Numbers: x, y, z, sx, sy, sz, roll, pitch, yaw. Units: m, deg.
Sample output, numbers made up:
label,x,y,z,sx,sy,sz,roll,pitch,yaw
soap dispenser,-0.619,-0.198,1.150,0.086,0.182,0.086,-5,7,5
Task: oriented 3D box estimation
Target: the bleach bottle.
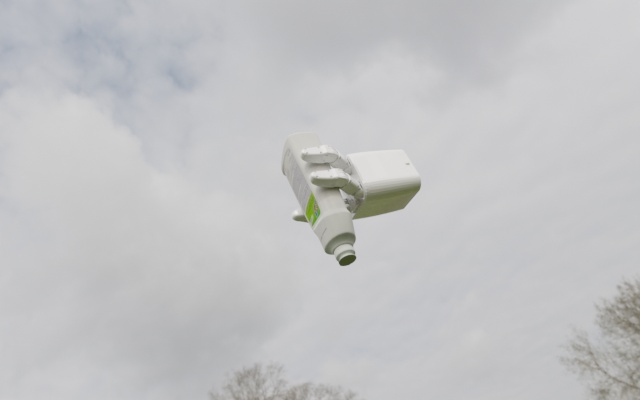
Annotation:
label,x,y,z,sx,sy,sz,roll,pitch,yaw
bleach bottle,0.000,0.002,0.782,0.068,0.250,0.103,-9,-40,-18
